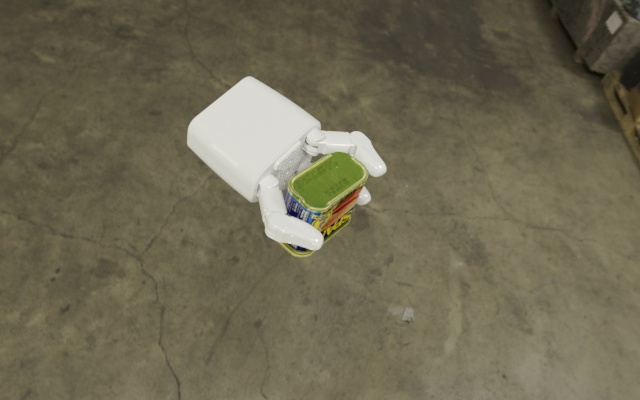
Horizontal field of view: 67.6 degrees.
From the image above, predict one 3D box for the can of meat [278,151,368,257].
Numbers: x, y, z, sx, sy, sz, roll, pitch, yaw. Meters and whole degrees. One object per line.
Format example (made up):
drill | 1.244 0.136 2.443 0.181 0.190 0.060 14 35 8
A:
can of meat | 0.000 0.002 0.531 0.057 0.084 0.102 41 51 17
